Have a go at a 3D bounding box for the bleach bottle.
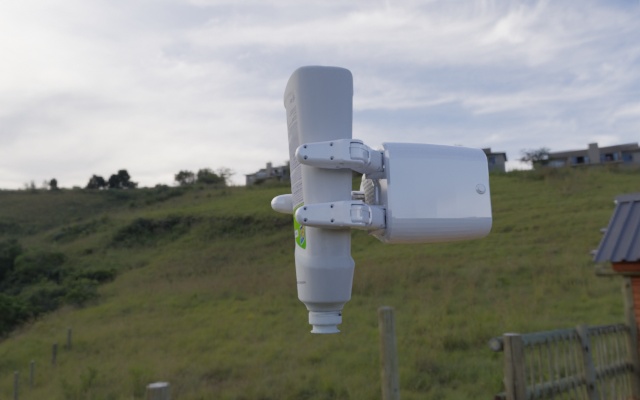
[{"bbox_3d":[0.000,0.002,0.478,0.068,0.250,0.102,0,-9,-9],"label":"bleach bottle"}]
